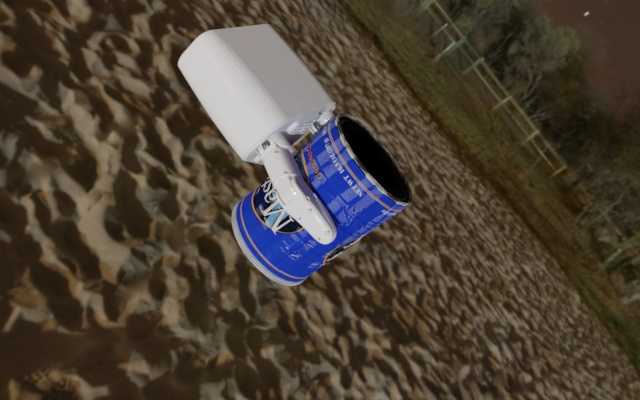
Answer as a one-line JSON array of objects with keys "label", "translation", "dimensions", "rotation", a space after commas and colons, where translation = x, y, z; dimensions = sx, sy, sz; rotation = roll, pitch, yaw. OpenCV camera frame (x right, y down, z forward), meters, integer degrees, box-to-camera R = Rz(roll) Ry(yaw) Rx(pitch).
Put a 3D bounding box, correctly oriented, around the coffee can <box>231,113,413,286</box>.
[{"label": "coffee can", "translation": [0.000, 0.002, 0.453], "dimensions": [0.140, 0.102, 0.103], "rotation": [-38, -17, 23]}]
